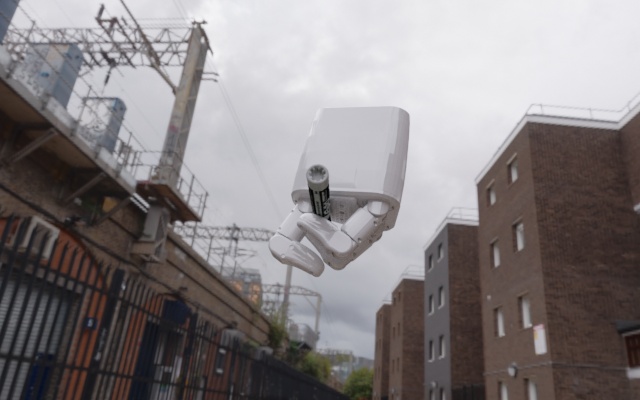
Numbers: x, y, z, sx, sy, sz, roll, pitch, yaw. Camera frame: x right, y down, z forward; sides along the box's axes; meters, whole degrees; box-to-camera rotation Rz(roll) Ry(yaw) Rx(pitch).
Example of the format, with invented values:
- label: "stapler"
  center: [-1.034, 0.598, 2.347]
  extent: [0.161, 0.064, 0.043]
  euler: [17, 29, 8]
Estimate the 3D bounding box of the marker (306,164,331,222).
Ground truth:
- label: "marker"
  center: [0.000, 0.002, 0.447]
  extent: [0.020, 0.020, 0.121]
  euler: [0, -23, 3]
